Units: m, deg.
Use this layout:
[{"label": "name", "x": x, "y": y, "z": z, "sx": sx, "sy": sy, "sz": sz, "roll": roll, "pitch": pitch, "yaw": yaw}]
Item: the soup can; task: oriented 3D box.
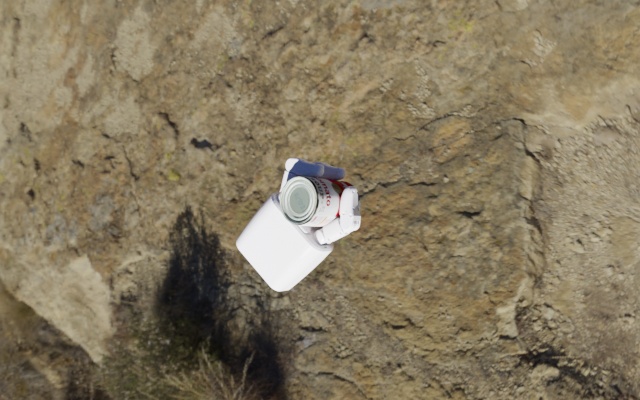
[{"label": "soup can", "x": 0.000, "y": 0.002, "z": 0.672, "sx": 0.068, "sy": 0.068, "sz": 0.102, "roll": 0, "pitch": -3, "yaw": 38}]
